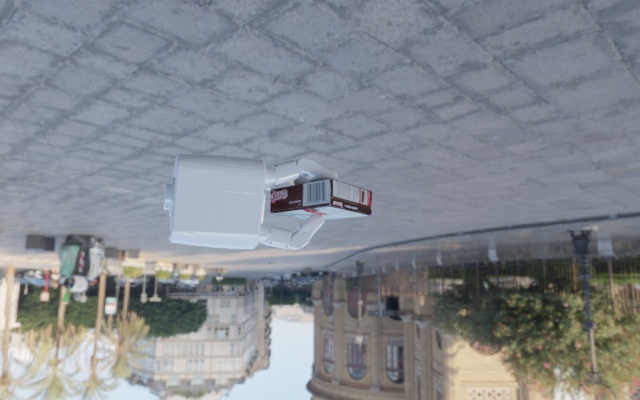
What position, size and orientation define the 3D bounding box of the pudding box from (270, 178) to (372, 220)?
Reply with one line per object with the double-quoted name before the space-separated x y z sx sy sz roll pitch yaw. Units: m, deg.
"pudding box" 0.000 0.002 0.654 0.113 0.039 0.090 -6 -13 42
